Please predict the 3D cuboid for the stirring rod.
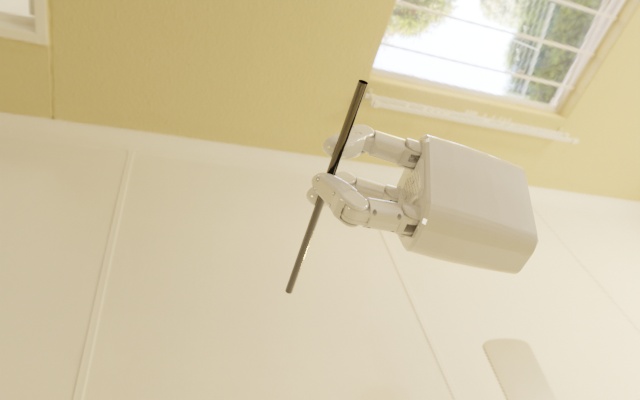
[{"bbox_3d":[0.000,0.001,0.442,0.011,0.240,0.011,13,34,-9],"label":"stirring rod"}]
